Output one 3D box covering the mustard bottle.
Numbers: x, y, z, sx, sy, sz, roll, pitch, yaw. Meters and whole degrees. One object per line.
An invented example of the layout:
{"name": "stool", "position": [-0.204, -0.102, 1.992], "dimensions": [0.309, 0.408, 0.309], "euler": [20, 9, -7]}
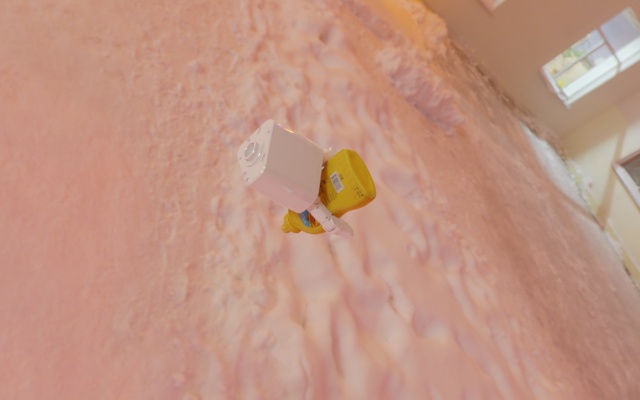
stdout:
{"name": "mustard bottle", "position": [0.001, 0.003, 0.810], "dimensions": [0.192, 0.096, 0.058], "euler": [-37, -24, 31]}
